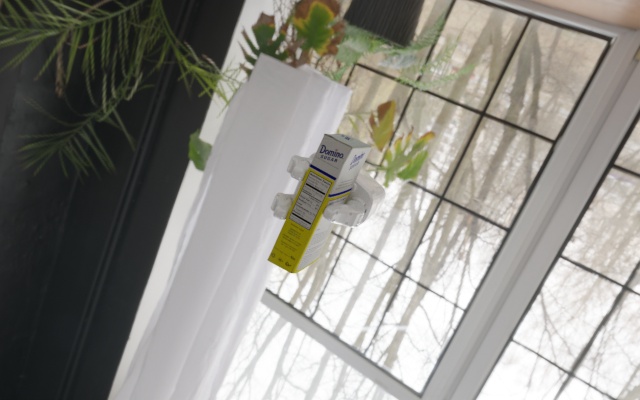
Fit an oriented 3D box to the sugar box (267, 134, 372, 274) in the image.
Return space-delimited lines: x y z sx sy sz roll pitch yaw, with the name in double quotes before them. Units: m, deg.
"sugar box" 0.000 0.002 0.608 0.048 0.176 0.093 27 15 15
